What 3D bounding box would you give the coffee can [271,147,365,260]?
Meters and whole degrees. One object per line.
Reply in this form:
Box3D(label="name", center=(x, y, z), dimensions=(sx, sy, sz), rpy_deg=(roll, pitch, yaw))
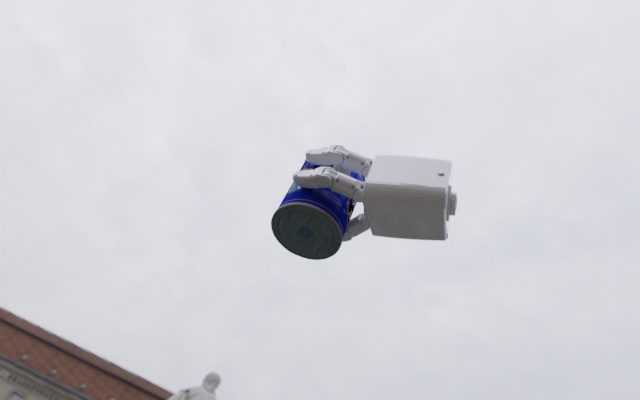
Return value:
Box3D(label="coffee can", center=(0.000, 0.002, 0.704), dimensions=(0.103, 0.103, 0.140), rpy_deg=(0, 39, 23))
